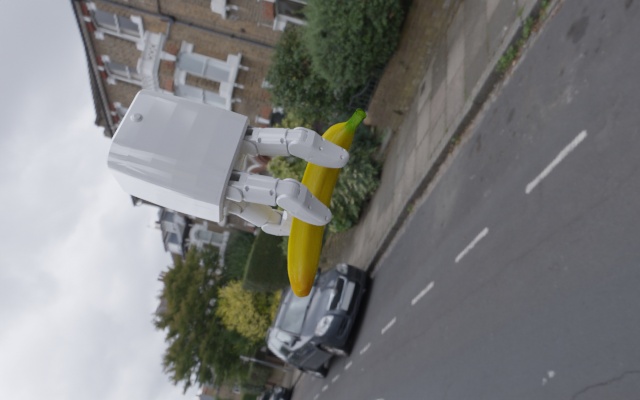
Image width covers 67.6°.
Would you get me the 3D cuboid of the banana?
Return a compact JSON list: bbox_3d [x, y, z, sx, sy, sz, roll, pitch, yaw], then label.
[{"bbox_3d":[-0.004,0.000,0.495,0.037,0.197,0.069,18,-10,-12],"label":"banana"}]
